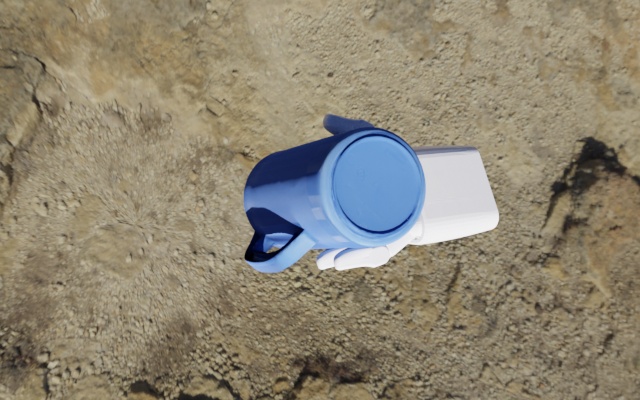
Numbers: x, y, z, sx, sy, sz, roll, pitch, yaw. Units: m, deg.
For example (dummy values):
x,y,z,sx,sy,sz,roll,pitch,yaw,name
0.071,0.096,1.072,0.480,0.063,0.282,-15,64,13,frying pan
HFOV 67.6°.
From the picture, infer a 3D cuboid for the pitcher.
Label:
x,y,z,sx,sy,sz,roll,pitch,yaw,name
0.000,0.002,0.525,0.145,0.149,0.243,-4,-1,-22,pitcher
